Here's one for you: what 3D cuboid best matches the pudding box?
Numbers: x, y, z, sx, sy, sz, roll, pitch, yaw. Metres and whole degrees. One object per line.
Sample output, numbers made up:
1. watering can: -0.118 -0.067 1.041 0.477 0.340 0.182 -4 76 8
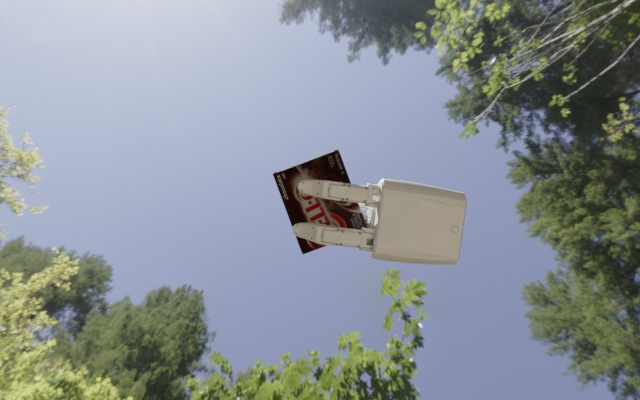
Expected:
1. pudding box: 0.000 0.002 0.618 0.090 0.113 0.039 -21 1 1
